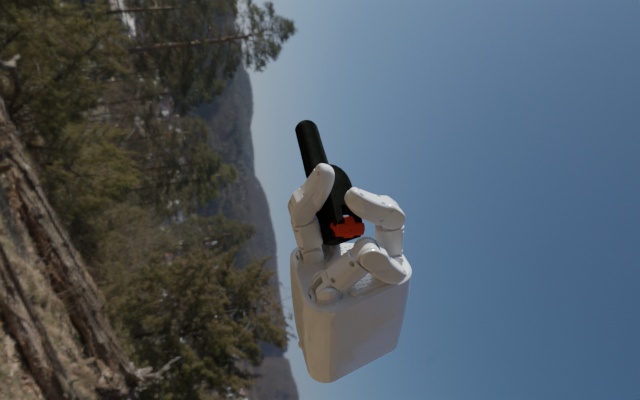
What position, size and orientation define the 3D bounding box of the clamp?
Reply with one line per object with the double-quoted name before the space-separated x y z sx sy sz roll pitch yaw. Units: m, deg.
"clamp" 0.001 0.002 0.496 0.039 0.120 0.171 -8 34 -12
